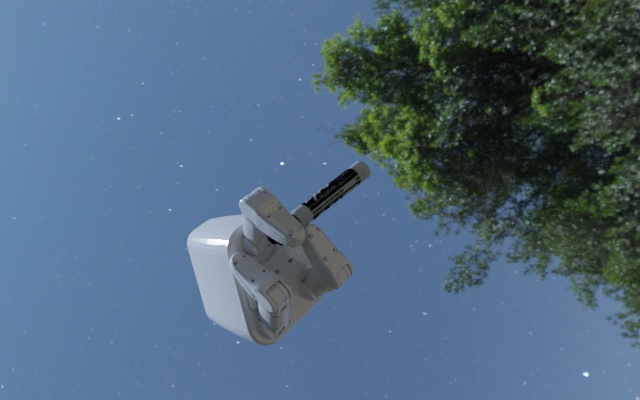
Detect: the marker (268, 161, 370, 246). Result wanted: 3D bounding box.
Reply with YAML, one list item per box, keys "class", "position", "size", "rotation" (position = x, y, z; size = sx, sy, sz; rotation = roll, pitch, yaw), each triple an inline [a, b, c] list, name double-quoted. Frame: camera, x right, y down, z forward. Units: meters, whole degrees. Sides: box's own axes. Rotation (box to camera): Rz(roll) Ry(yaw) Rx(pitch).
- class: "marker"
  position: [0.000, 0.001, 0.422]
  size: [0.121, 0.020, 0.020]
  rotation: [-38, 22, -32]
